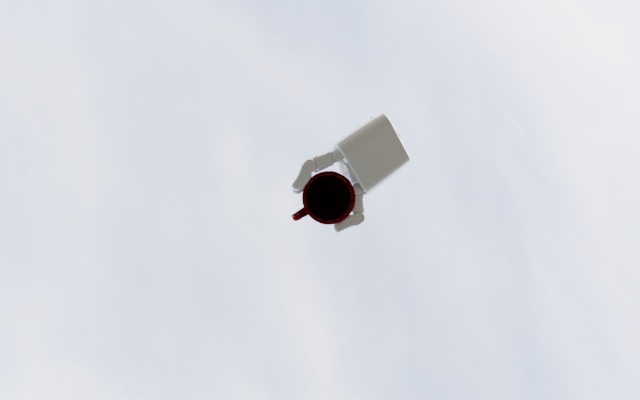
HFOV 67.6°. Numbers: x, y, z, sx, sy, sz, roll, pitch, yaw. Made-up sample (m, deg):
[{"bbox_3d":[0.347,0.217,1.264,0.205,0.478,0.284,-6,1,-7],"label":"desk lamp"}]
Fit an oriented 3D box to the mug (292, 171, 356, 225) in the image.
[{"bbox_3d":[-0.001,0.004,0.860,0.117,0.093,0.081,-34,3,-6],"label":"mug"}]
